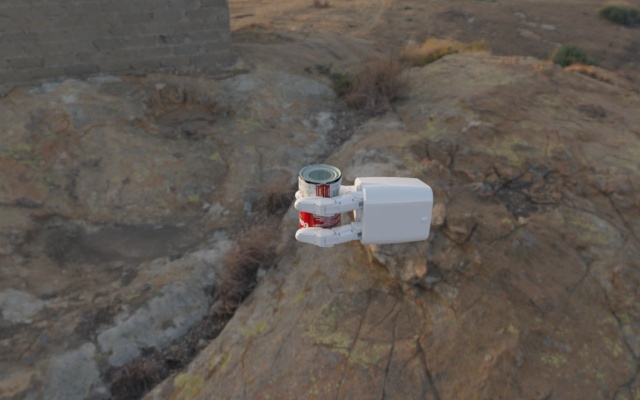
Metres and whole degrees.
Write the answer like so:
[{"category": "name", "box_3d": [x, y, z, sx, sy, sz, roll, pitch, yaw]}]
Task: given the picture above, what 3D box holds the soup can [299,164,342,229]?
[{"category": "soup can", "box_3d": [0.000, 0.002, 0.755, 0.068, 0.102, 0.068, 0, 29, 0]}]
